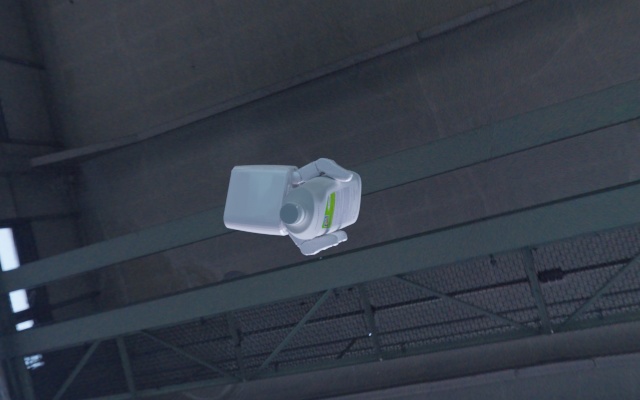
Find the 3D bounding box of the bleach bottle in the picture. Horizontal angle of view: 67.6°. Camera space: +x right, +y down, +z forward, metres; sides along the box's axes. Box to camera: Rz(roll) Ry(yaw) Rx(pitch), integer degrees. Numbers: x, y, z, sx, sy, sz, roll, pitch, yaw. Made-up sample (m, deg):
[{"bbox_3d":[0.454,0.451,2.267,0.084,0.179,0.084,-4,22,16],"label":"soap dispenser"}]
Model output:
[{"bbox_3d":[0.000,0.003,0.751,0.068,0.102,0.251,4,5,19],"label":"bleach bottle"}]
